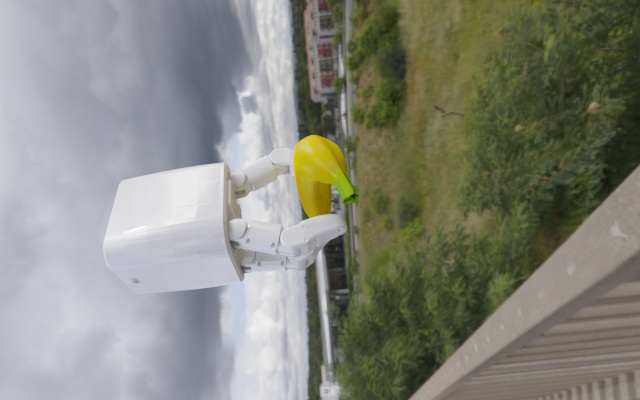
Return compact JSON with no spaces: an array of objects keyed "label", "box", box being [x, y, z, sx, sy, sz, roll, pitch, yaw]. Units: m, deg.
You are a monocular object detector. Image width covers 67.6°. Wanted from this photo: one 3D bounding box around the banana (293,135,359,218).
[{"label":"banana","box":[-0.003,-0.017,0.432,0.037,0.069,0.198,-11,-6,-5]}]
